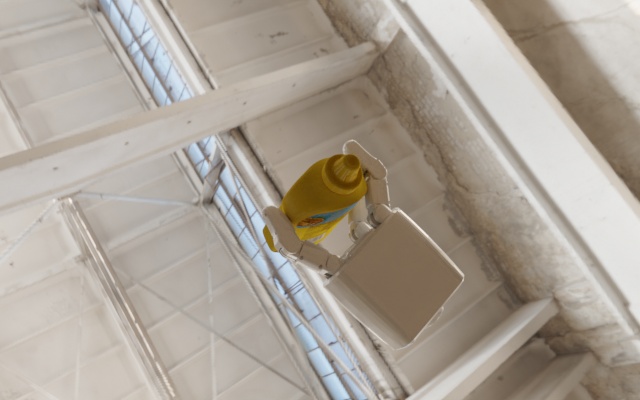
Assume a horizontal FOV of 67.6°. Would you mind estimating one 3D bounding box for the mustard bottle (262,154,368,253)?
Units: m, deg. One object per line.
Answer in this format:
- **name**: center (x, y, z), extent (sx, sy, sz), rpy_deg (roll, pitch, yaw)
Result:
- **mustard bottle**: center (0.000, 0.002, 0.538), extent (0.096, 0.058, 0.192), rpy_deg (-17, -16, -26)
